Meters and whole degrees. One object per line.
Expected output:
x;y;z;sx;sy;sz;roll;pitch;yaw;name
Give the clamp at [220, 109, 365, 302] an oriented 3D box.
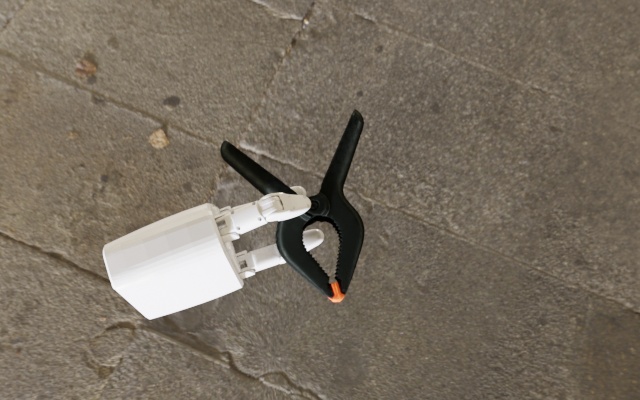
0.000;0.002;0.516;0.164;0.210;0.036;-21;-15;-6;clamp
